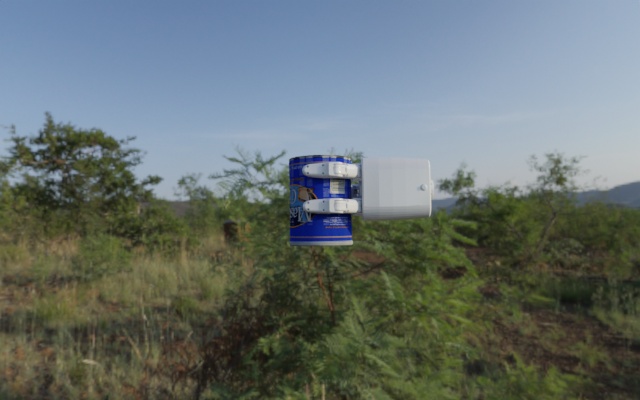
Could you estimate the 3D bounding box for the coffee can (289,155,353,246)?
[{"bbox_3d":[0.000,0.003,0.778,0.103,0.140,0.103,-1,-3,0],"label":"coffee can"}]
